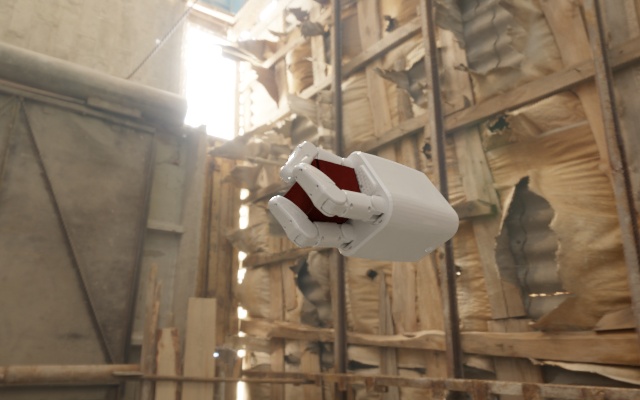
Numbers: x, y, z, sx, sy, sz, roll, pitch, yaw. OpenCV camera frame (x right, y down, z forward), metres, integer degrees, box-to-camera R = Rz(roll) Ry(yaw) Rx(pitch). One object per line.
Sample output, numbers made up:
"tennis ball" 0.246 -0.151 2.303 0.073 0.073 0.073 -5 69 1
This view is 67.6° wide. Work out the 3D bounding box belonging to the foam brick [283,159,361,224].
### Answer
"foam brick" 0.000 0.002 0.521 0.051 0.053 0.078 12 -40 -31
